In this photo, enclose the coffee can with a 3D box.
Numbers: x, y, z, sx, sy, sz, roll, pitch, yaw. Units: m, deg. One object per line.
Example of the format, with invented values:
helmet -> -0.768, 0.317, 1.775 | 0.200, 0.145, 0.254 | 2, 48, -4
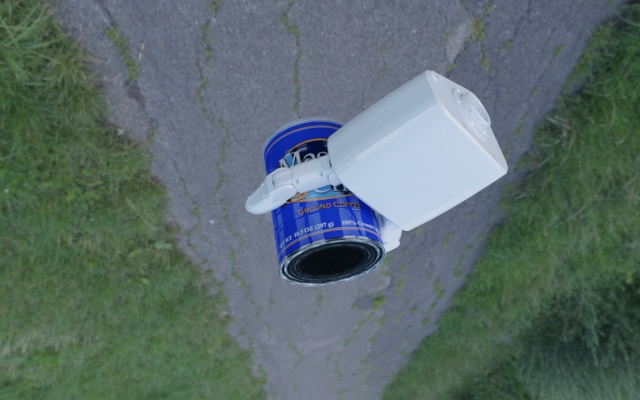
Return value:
coffee can -> 0.000, 0.002, 0.481 | 0.103, 0.140, 0.103 | -8, -31, -5
